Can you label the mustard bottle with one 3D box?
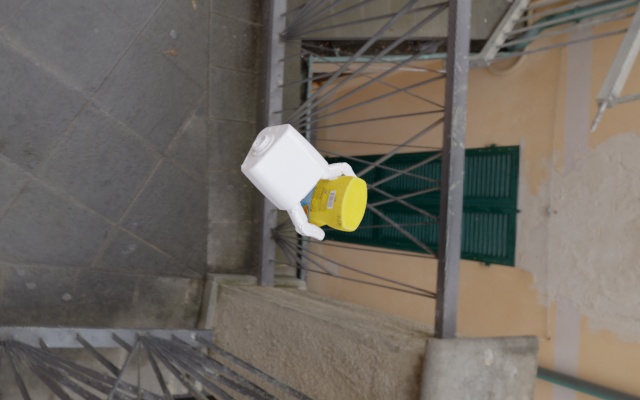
[{"bbox_3d":[0.001,0.003,0.900,0.058,0.096,0.191,17,-9,-38],"label":"mustard bottle"}]
